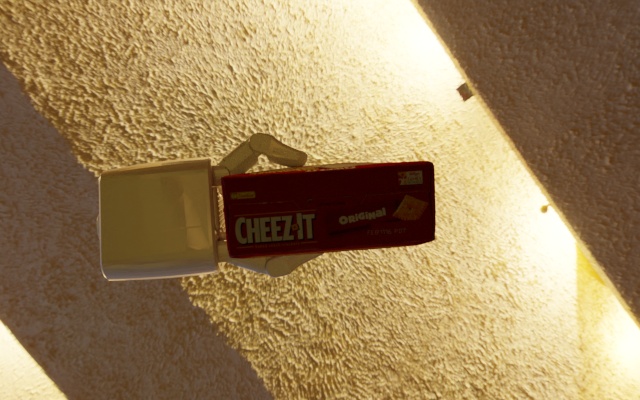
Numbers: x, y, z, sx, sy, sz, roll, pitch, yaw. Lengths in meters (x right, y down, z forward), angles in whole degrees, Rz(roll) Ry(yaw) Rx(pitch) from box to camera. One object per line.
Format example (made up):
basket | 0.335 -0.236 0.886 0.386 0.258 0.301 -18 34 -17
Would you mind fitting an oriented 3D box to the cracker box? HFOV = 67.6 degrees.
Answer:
cracker box | 0.000 0.001 0.465 0.164 0.072 0.213 -5 5 -4
